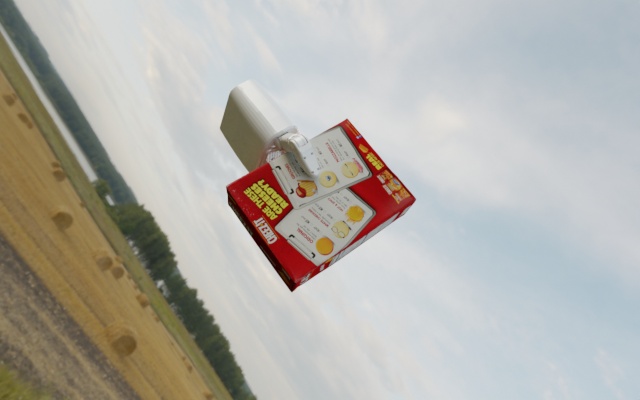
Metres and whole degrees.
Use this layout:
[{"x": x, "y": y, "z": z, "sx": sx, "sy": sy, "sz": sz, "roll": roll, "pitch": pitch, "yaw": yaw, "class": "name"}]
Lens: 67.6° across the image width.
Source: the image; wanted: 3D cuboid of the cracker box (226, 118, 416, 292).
[{"x": 0.000, "y": 0.002, "z": 0.683, "sx": 0.213, "sy": 0.164, "sz": 0.072, "roll": -32, "pitch": -17, "yaw": -20, "class": "cracker box"}]
